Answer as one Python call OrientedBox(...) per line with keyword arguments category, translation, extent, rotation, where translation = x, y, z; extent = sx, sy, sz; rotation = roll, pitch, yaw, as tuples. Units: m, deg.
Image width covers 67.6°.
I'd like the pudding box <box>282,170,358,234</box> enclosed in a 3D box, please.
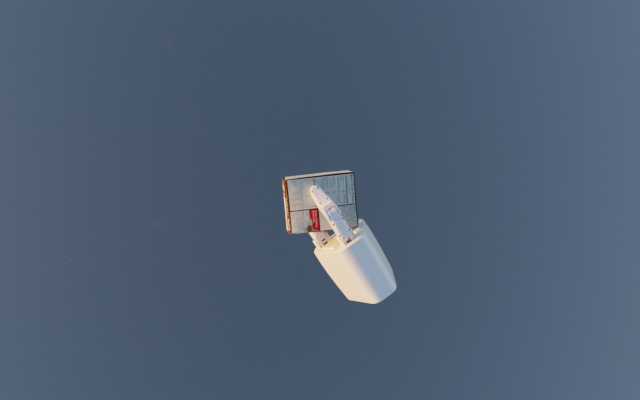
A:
OrientedBox(category="pudding box", translation=(0.000, 0.003, 0.750), extent=(0.113, 0.090, 0.039), rotation=(-6, 7, -12))
